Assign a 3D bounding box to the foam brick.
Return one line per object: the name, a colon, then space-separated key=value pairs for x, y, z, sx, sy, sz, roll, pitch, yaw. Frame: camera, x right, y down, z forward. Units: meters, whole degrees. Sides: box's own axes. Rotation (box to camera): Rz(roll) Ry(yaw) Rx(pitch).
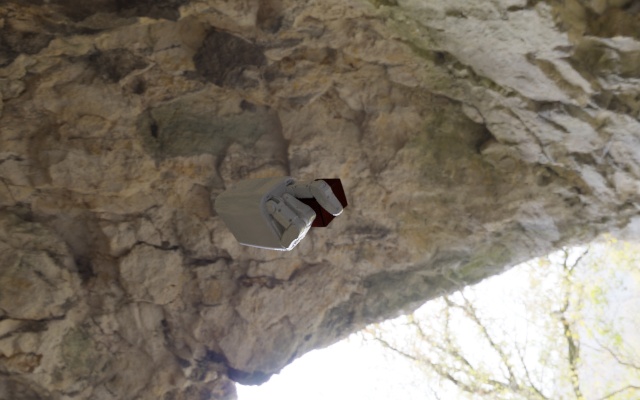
foam brick: x=0.000 y=0.003 z=0.783 sx=0.051 sy=0.053 sz=0.078 roll=0 pitch=27 yaw=34
